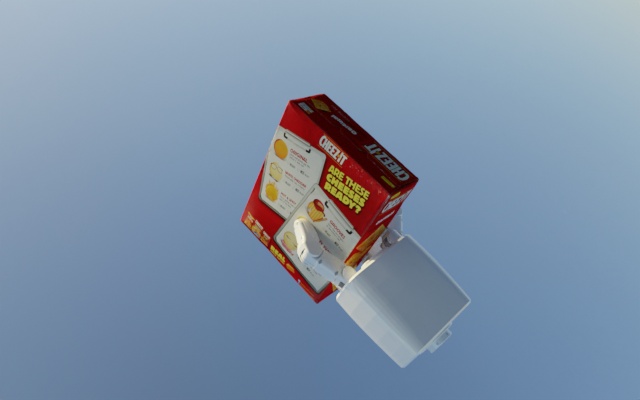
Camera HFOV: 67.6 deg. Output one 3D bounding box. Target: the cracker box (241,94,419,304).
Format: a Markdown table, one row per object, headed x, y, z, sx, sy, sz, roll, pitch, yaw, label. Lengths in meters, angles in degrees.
| x | y | z | sx | sy | sz | roll | pitch | yaw | label |
| --- | --- | --- | --- | --- | --- | --- | --- | --- | --- |
| 0.000 | 0.002 | 0.600 | 0.072 | 0.164 | 0.214 | -26 | -26 | -44 | cracker box |
